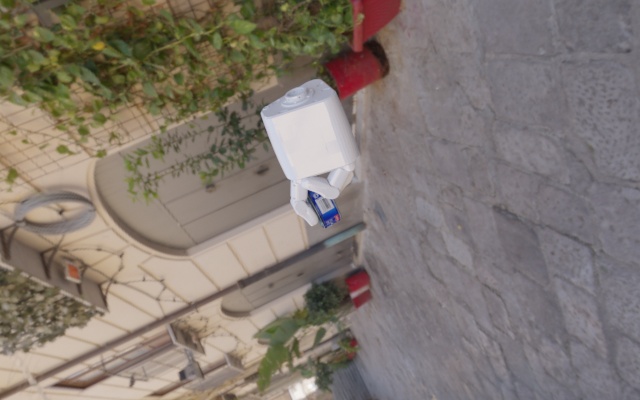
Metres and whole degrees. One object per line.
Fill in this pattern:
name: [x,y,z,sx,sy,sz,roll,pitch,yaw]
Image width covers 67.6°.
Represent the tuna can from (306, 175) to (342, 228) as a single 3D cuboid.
tuna can: [0.000,0.003,0.786,0.034,0.086,0.086,-30,3,-6]
